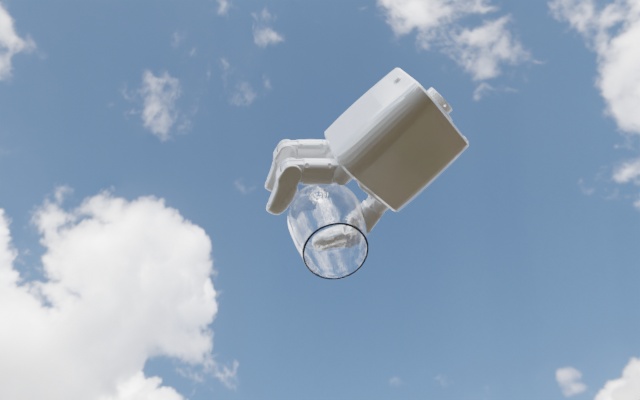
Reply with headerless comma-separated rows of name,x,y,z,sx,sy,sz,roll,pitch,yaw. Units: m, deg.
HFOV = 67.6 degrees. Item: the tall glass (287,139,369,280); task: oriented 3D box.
tall glass,0.000,0.002,0.521,0.079,0.079,0.201,0,28,-9
